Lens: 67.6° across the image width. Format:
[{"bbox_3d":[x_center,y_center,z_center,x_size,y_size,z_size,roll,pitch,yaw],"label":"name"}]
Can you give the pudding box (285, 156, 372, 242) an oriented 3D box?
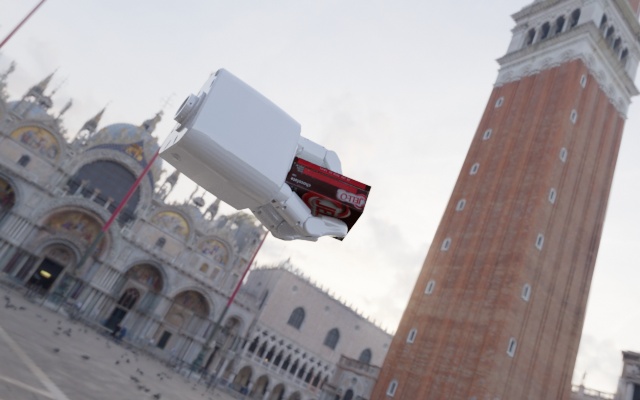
[{"bbox_3d":[0.000,0.002,0.544,0.090,0.039,0.113,22,-21,0],"label":"pudding box"}]
